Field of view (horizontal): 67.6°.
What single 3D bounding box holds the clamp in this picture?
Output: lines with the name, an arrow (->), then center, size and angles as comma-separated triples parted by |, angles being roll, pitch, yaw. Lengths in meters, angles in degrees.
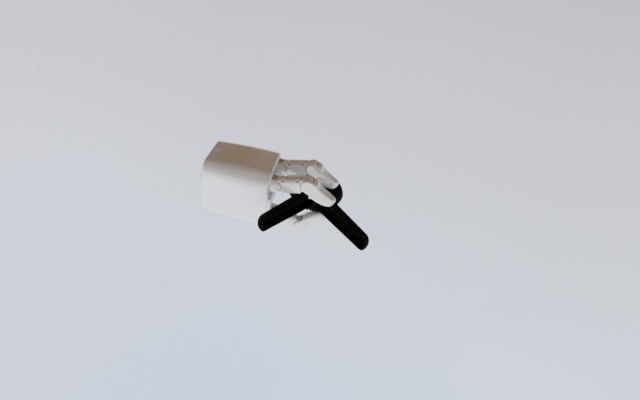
clamp -> 0.000, 0.003, 0.764 | 0.164, 0.036, 0.209 | 16, 32, -2
